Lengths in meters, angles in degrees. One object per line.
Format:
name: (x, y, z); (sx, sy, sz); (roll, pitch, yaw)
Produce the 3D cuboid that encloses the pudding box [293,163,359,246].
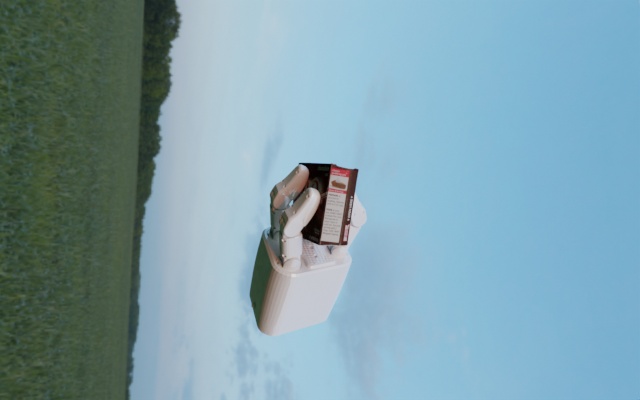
pudding box: (0.000, 0.002, 0.562); (0.039, 0.090, 0.113); (7, 2, -24)
